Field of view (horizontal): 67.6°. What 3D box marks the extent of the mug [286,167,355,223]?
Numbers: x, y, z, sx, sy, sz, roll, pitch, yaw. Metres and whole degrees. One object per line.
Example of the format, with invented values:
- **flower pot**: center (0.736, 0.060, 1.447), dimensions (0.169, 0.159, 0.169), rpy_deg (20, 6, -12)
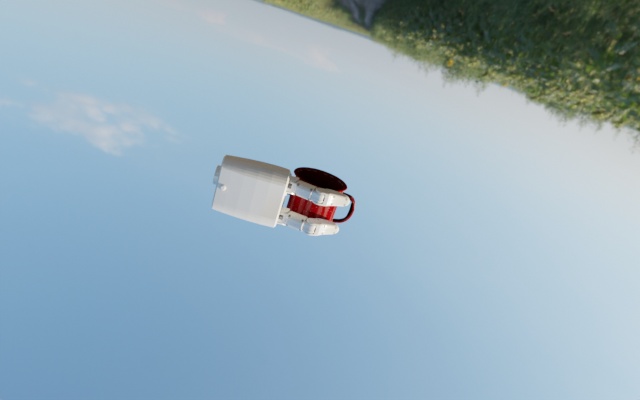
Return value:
- **mug**: center (0.001, 0.003, 0.805), dimensions (0.117, 0.081, 0.093), rpy_deg (16, 21, -6)
